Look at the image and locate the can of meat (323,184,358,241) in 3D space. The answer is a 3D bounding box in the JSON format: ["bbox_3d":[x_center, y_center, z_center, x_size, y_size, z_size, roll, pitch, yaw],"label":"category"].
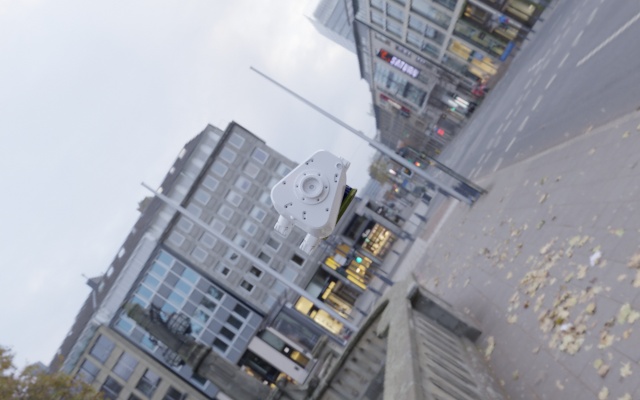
[{"bbox_3d":[0.000,0.002,0.806,0.084,0.102,0.057,32,-5,7],"label":"can of meat"}]
